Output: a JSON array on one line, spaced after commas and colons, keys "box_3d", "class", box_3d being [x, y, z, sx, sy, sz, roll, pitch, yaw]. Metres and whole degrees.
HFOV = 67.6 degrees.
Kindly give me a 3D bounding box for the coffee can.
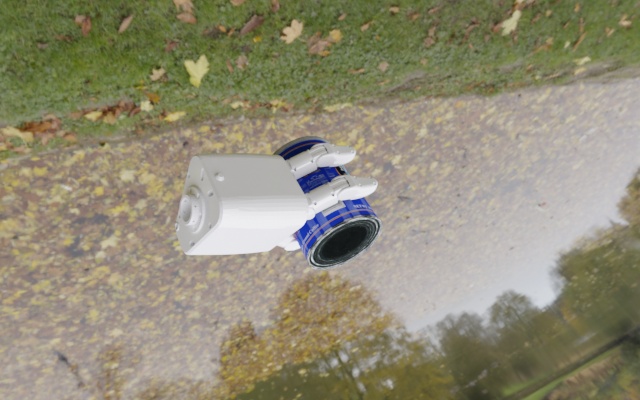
[{"box_3d": [0.000, 0.002, 0.610, 0.103, 0.140, 0.103, -22, -33, -15], "class": "coffee can"}]
